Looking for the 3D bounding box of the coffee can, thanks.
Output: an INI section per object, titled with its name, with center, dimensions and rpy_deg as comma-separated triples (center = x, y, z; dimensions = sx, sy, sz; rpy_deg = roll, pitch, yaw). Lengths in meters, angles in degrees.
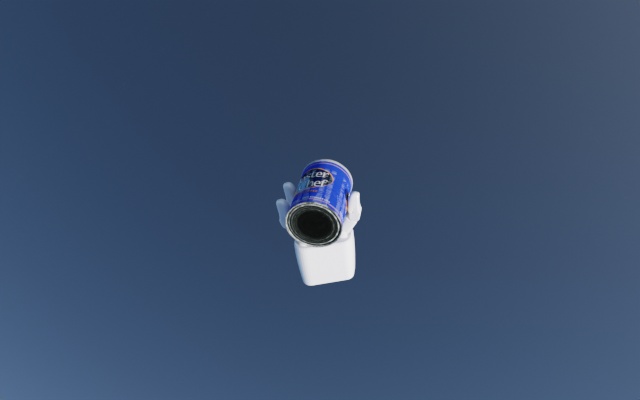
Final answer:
[coffee can]
center = 0.000, 0.003, 0.887
dimensions = 0.103, 0.103, 0.140
rpy_deg = 0, 37, 13
